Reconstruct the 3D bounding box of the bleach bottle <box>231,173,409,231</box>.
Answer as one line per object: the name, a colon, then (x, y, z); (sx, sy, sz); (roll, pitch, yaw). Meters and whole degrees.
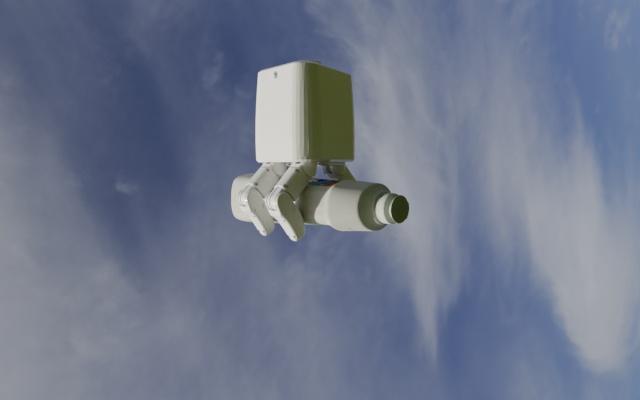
bleach bottle: (0.000, 0.002, 0.563); (0.102, 0.068, 0.251); (-3, 5, -42)
